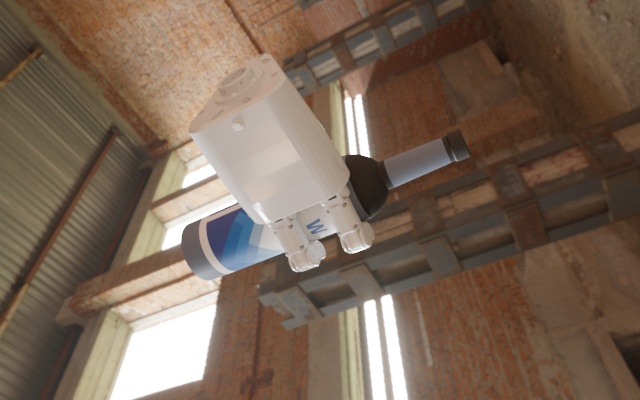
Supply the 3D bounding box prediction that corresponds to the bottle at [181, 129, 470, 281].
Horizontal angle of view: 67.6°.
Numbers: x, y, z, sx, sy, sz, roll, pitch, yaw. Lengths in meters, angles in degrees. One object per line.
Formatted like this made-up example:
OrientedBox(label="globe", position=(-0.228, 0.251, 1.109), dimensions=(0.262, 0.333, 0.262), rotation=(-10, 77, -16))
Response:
OrientedBox(label="bottle", position=(0.000, 0.002, 0.472), dimensions=(0.296, 0.069, 0.069), rotation=(-23, -7, 18))
